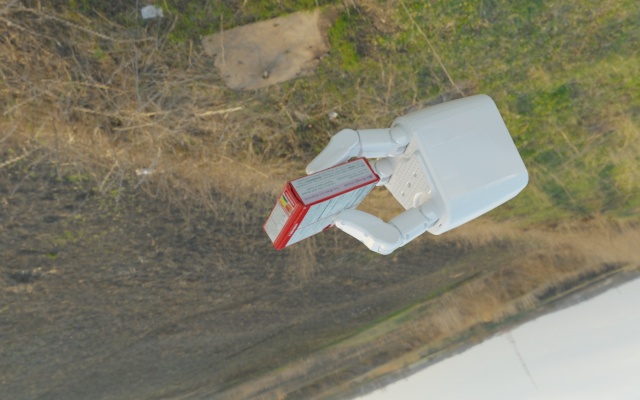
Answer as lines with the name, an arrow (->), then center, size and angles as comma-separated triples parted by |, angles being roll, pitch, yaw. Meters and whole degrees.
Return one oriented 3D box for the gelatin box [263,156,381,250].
gelatin box -> 0.000, 0.002, 0.424 | 0.089, 0.030, 0.073 | -22, -21, -35
